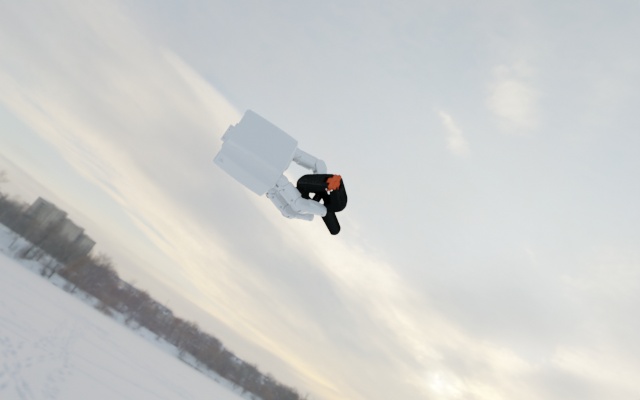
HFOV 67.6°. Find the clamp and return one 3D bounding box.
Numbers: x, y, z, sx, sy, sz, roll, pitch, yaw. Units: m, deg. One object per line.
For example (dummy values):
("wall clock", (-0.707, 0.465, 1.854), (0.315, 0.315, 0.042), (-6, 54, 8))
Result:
("clamp", (0.000, 0.002, 0.853), (0.164, 0.036, 0.210), (32, -23, -14))
